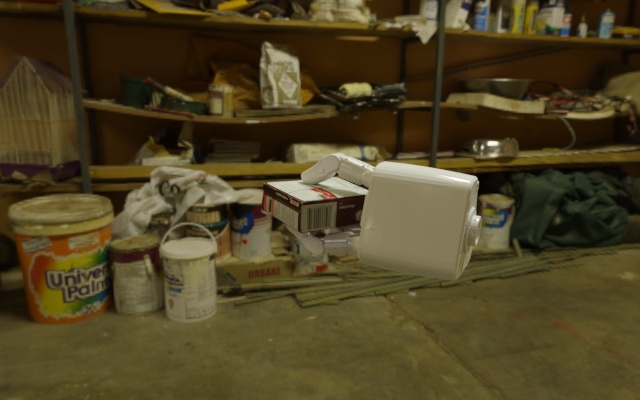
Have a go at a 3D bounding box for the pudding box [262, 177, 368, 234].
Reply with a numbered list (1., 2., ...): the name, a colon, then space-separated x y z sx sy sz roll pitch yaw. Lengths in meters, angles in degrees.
1. pudding box: 0.000 0.002 0.569 0.113 0.039 0.090 -5 18 -35
